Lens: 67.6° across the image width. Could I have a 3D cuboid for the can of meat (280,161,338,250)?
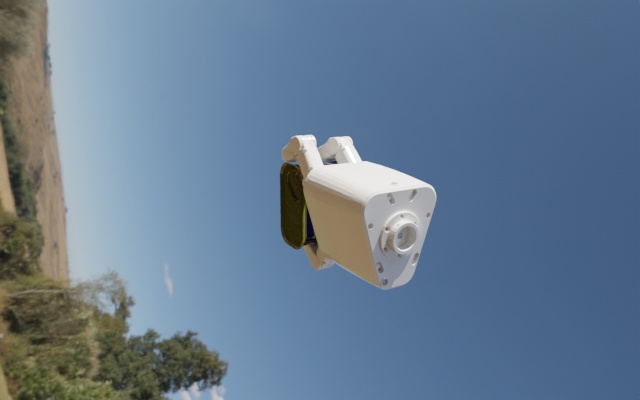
[{"bbox_3d":[0.000,0.002,0.587,0.084,0.102,0.057,-8,16,-29],"label":"can of meat"}]
